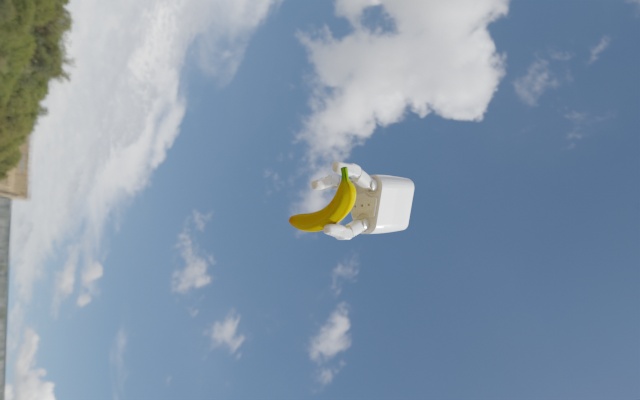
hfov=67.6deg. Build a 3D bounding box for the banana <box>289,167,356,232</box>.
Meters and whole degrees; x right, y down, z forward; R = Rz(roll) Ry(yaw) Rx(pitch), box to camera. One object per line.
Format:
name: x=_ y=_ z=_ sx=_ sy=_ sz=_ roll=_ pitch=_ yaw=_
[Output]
banana: x=0.009 y=0.017 z=0.881 sx=0.037 sy=0.069 sz=0.198 roll=-4 pitch=-27 yaw=-41
